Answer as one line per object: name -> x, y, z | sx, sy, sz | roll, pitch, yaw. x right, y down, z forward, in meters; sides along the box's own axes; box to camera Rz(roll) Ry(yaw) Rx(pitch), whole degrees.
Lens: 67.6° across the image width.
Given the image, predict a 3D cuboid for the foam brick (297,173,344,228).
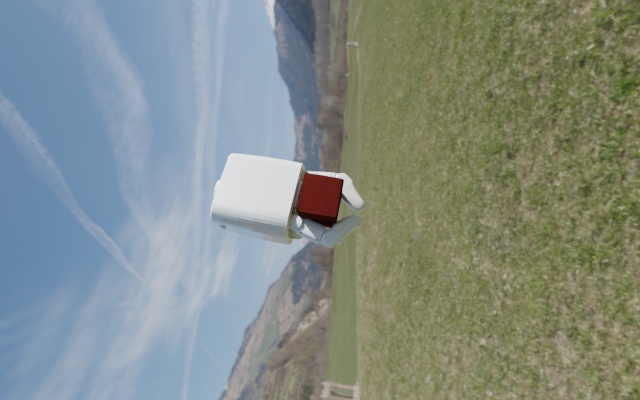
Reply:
foam brick -> 0.000, 0.002, 0.628 | 0.051, 0.053, 0.078 | 11, -14, 3
